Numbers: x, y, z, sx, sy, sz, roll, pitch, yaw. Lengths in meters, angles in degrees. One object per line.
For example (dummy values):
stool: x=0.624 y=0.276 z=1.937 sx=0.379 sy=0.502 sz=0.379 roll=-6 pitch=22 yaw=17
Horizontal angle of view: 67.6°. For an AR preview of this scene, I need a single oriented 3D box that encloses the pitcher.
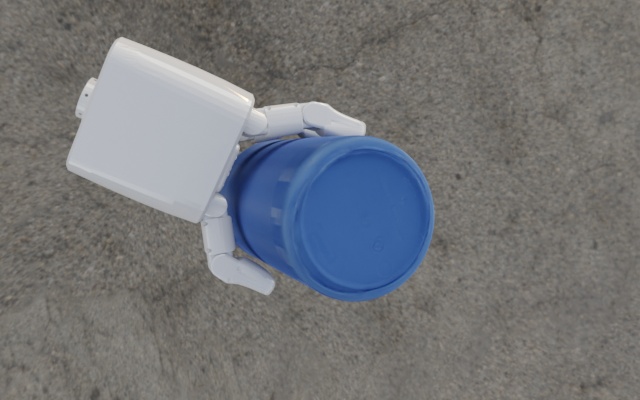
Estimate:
pitcher: x=0.000 y=0.001 z=0.415 sx=0.145 sy=0.149 sz=0.243 roll=22 pitch=-4 yaw=-18
